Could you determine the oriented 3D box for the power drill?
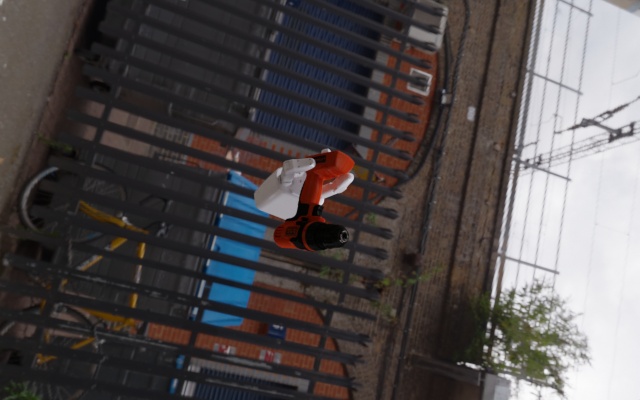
[{"bbox_3d":[0.000,0.002,0.876,0.057,0.187,0.184,34,-24,-36],"label":"power drill"}]
